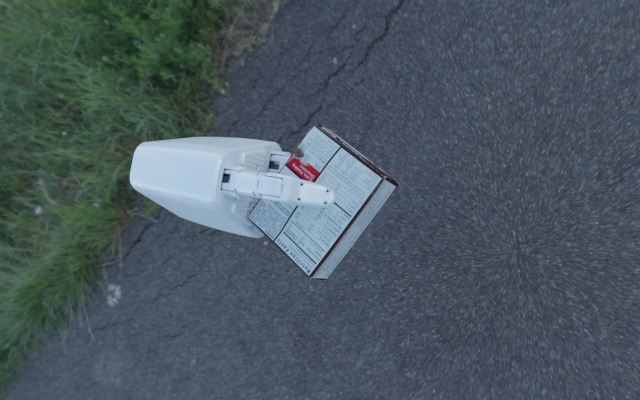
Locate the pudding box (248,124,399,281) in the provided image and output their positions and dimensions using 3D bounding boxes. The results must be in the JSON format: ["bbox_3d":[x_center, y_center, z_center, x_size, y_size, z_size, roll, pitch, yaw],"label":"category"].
[{"bbox_3d":[0.000,0.001,0.430,0.090,0.113,0.039,41,12,25],"label":"pudding box"}]
